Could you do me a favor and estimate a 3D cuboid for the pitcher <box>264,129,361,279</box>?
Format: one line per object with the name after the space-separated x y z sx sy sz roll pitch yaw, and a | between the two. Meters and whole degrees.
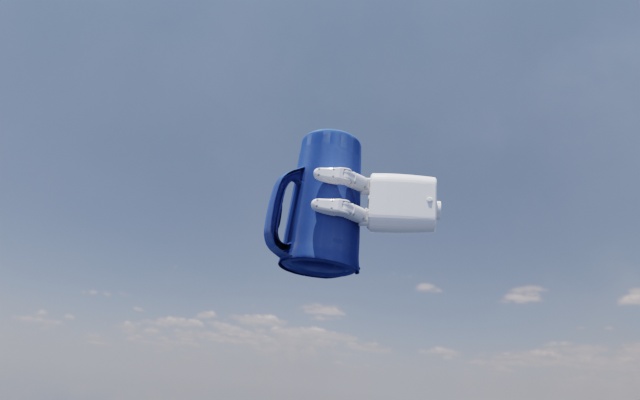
0.000 0.003 0.808 0.145 0.242 0.149 2 -21 10 | pitcher
